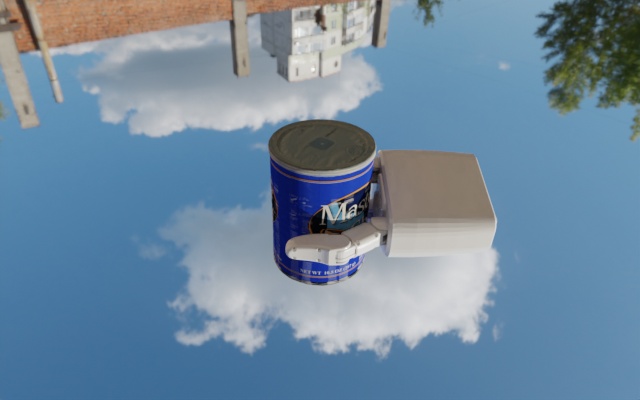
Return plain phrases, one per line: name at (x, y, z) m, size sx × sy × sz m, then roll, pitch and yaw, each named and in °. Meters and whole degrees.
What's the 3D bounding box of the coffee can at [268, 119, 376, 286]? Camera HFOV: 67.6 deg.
coffee can at (0.000, 0.002, 0.493) m, size 0.103 × 0.140 × 0.102 m, roll 1°, pitch 35°, yaw -1°
